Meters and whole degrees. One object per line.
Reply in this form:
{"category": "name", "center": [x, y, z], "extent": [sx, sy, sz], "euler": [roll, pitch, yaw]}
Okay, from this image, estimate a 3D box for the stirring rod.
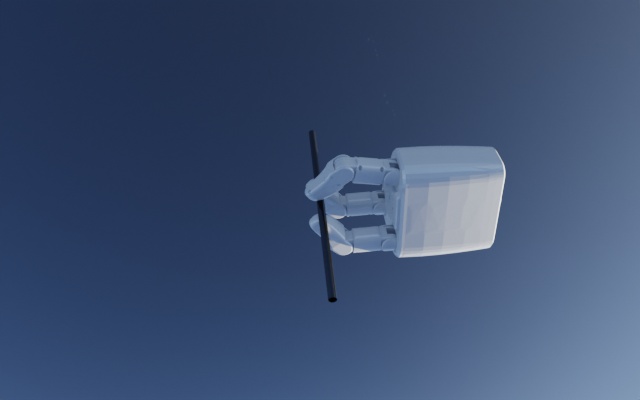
{"category": "stirring rod", "center": [0.000, 0.002, 0.496], "extent": [0.011, 0.011, 0.239], "euler": [-4, 45, -4]}
